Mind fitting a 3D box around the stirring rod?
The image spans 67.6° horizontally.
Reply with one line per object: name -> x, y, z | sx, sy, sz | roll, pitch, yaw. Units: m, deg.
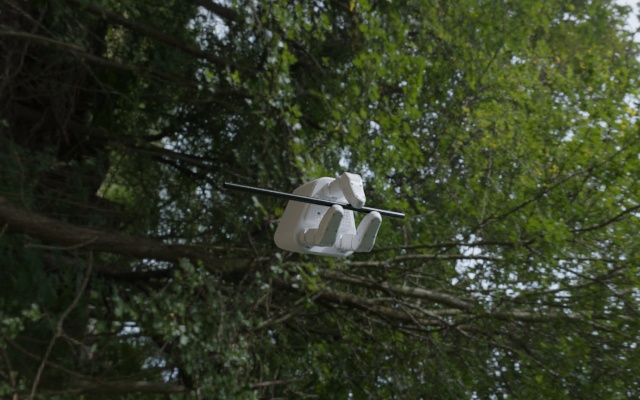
stirring rod -> 0.000, 0.002, 0.589 | 0.239, 0.011, 0.011 | 10, -4, -22
